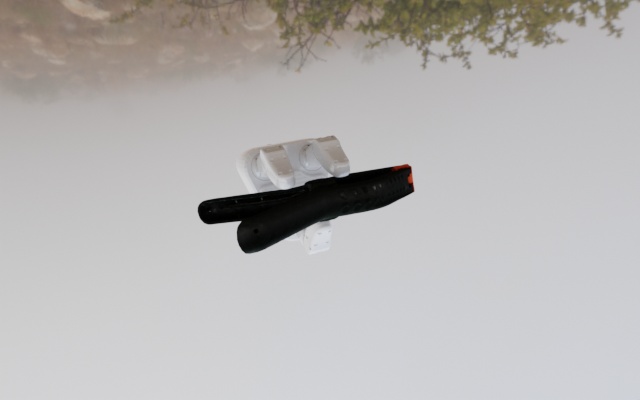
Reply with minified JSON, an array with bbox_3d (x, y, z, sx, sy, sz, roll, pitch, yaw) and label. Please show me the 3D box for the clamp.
[{"bbox_3d":[0.001,0.002,0.432,0.210,0.036,0.164,-12,12,-16],"label":"clamp"}]
